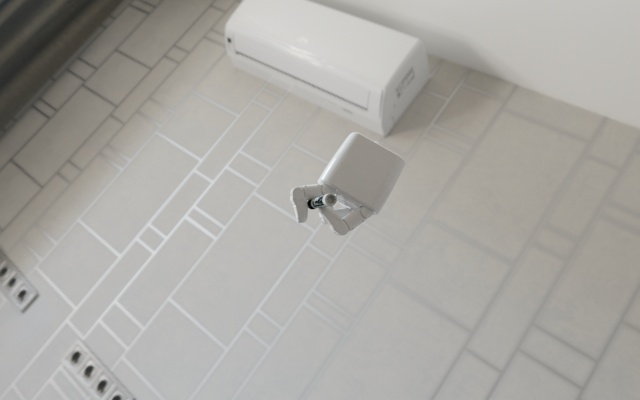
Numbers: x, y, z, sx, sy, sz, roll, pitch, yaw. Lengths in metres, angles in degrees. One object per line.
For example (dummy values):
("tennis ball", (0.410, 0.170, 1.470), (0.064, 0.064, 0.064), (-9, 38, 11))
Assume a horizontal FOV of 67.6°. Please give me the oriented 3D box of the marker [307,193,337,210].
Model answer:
("marker", (0.000, 0.003, 0.757), (0.020, 0.020, 0.121), (0, -4, -15))
